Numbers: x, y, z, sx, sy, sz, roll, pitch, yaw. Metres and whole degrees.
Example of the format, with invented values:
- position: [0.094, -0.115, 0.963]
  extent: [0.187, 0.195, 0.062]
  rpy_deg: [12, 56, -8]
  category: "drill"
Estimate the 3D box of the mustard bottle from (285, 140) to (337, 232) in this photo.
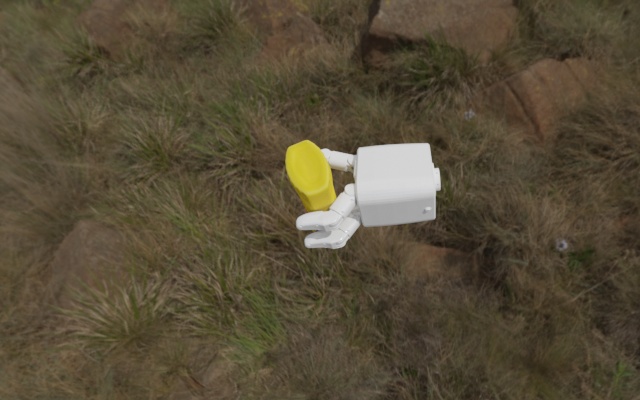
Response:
- position: [0.000, 0.002, 0.721]
  extent: [0.058, 0.096, 0.192]
  rpy_deg: [-24, -34, -2]
  category: "mustard bottle"
